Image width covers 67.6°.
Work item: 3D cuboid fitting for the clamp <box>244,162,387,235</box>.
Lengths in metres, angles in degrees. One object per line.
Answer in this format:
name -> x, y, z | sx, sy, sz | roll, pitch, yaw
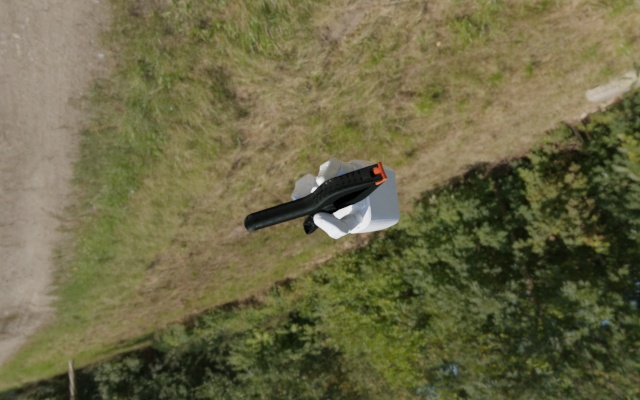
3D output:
clamp -> 0.001, 0.003, 0.704 | 0.210, 0.036, 0.164 | -31, -20, 34
